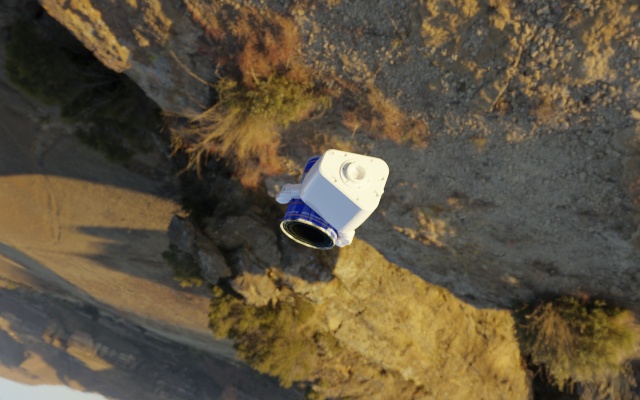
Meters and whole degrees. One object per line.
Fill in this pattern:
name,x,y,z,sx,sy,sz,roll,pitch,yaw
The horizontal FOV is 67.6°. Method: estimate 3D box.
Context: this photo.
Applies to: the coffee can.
coffee can,0.000,0.003,0.867,0.103,0.140,0.103,18,-26,9
